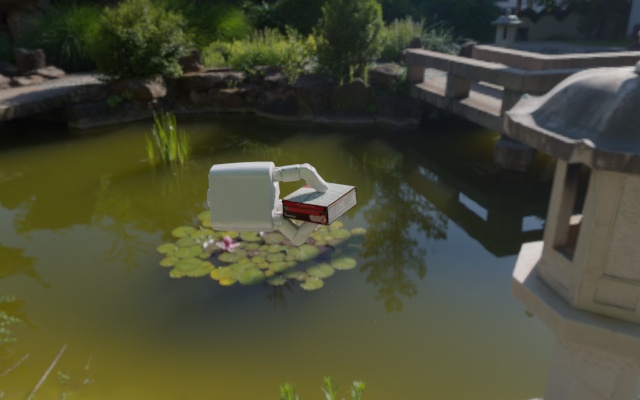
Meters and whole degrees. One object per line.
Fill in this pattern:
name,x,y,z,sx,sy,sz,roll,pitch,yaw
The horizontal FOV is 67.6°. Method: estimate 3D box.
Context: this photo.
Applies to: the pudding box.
pudding box,0.000,0.003,0.823,0.090,0.039,0.113,10,26,28
